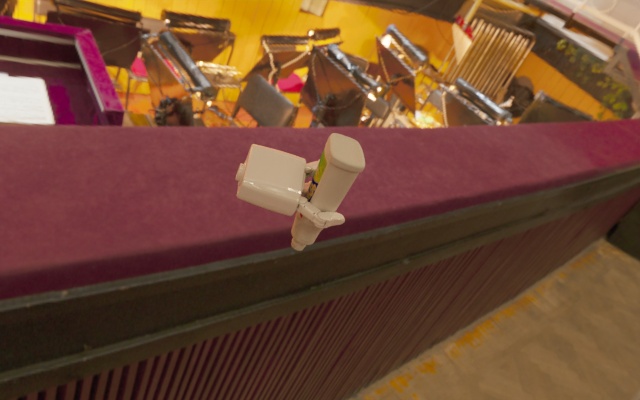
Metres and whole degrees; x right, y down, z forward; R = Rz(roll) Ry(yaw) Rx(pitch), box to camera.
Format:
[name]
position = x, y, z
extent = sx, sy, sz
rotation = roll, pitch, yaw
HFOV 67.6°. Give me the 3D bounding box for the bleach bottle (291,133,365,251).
[bleach bottle]
position = 0.000, 0.003, 0.898
extent = 0.068, 0.251, 0.102
rotation = 17, 34, -14
